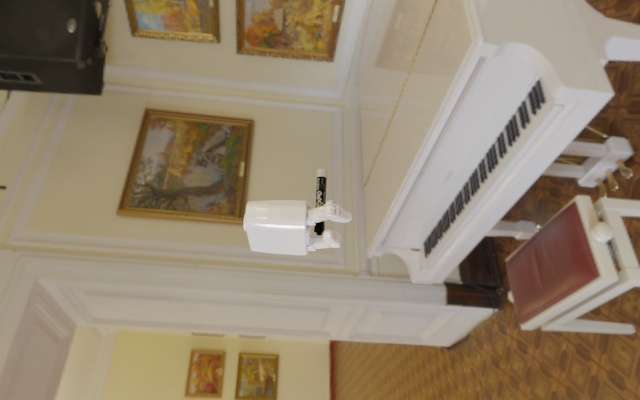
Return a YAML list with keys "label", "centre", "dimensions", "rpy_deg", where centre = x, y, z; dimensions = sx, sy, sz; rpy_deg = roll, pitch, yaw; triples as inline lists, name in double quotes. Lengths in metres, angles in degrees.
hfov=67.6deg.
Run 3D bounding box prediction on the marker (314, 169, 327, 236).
- label: "marker"
  centre: [0.000, 0.003, 0.839]
  dimensions: [0.020, 0.121, 0.020]
  rpy_deg: [2, -21, 1]
